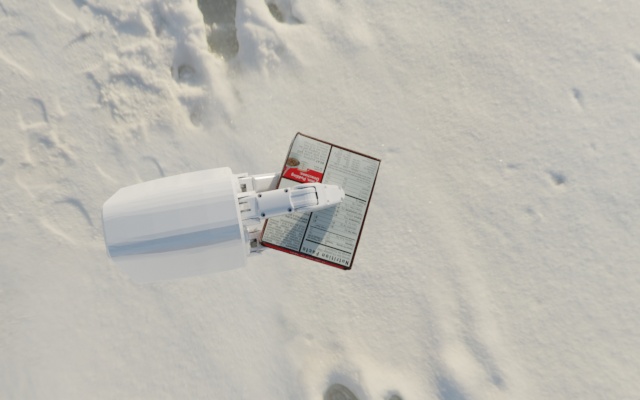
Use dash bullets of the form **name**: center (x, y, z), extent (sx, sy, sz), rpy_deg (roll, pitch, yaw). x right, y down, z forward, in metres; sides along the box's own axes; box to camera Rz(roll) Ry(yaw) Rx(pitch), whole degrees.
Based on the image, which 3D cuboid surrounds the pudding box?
- **pudding box**: center (0.000, 0.001, 0.457), extent (0.090, 0.113, 0.039), rpy_deg (18, -8, -6)
